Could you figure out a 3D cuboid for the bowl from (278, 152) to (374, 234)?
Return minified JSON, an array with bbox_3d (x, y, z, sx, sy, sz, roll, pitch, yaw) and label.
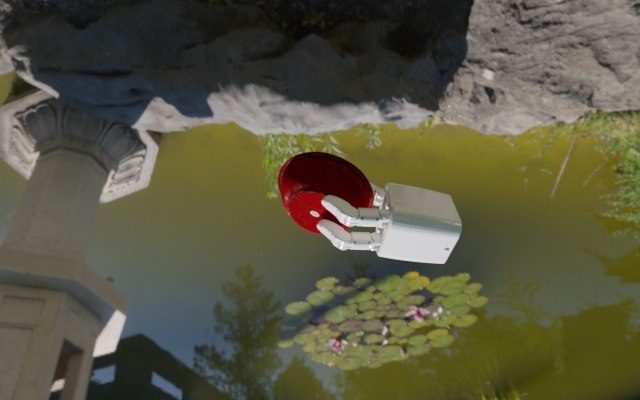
[{"bbox_3d":[-0.001,0.003,0.757,0.162,0.162,0.055,0,42,22],"label":"bowl"}]
